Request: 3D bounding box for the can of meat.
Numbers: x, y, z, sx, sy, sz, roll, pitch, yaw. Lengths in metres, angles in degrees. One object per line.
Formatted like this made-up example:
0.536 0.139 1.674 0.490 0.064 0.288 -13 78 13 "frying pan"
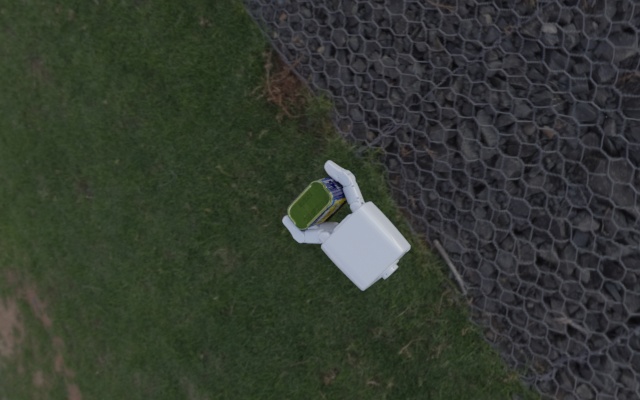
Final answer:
0.000 0.003 0.851 0.102 0.057 0.084 -46 -14 28 "can of meat"
